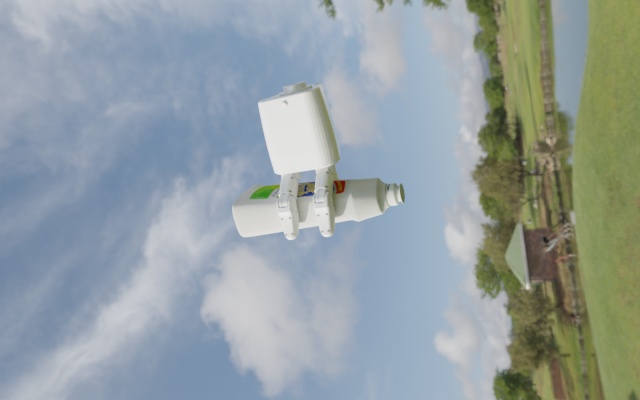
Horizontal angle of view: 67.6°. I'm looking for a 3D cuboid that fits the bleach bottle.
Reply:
[{"bbox_3d":[0.000,0.002,0.710,0.251,0.068,0.102,-8,18,22],"label":"bleach bottle"}]
